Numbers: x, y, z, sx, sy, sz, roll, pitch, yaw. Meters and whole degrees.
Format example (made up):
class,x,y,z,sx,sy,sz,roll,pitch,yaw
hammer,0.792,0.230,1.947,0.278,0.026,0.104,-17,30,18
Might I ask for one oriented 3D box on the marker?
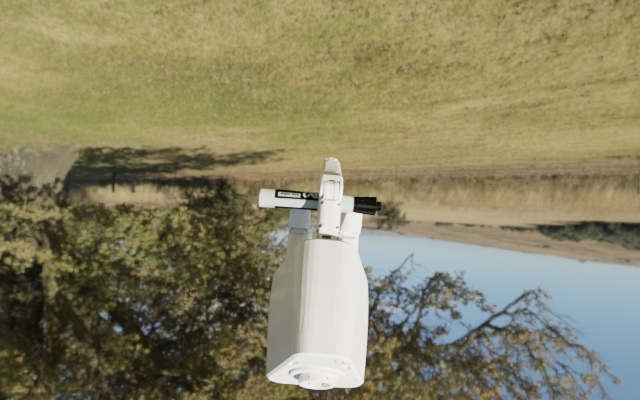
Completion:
class,x,y,z,sx,sy,sz,roll,pitch,yaw
marker,0.000,0.002,0.473,0.121,0.020,0.020,5,0,-2
